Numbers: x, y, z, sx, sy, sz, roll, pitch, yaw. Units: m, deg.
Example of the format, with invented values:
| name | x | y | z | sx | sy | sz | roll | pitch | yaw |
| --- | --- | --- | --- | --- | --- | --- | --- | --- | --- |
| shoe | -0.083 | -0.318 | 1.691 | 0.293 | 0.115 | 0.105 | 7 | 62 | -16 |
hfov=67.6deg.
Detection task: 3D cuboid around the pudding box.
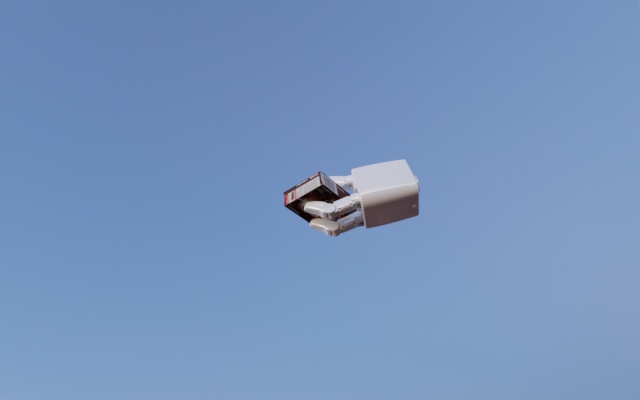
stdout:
| name | x | y | z | sx | sy | sz | roll | pitch | yaw |
| --- | --- | --- | --- | --- | --- | --- | --- | --- | --- |
| pudding box | 0.000 | 0.003 | 0.891 | 0.090 | 0.039 | 0.113 | -30 | -45 | 24 |
